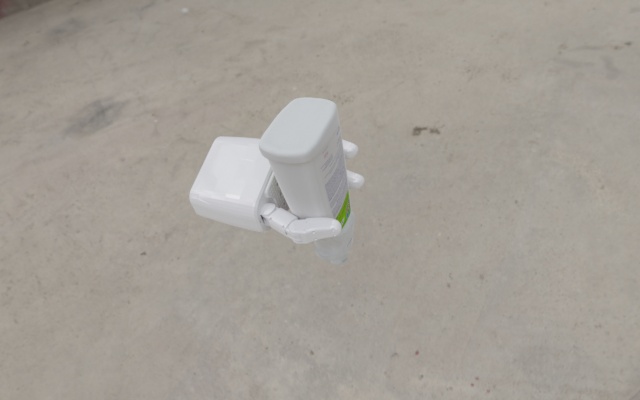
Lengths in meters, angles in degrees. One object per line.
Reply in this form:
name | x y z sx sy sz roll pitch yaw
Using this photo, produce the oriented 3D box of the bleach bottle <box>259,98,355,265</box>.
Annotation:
bleach bottle | 0.000 0.002 0.597 0.068 0.102 0.251 11 -40 24
